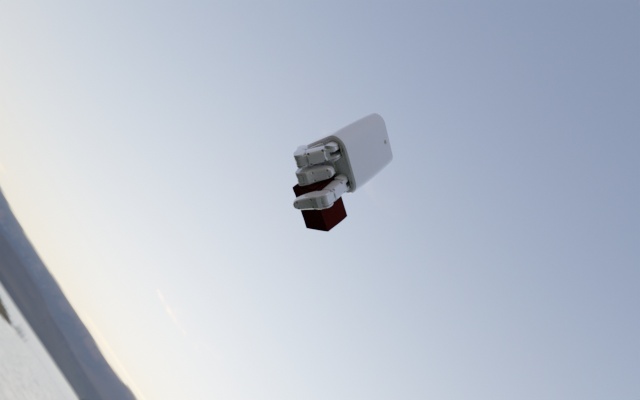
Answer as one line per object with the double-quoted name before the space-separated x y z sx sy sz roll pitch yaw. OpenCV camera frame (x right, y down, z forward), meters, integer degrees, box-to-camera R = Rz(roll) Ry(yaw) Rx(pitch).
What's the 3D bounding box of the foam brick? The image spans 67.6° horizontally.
"foam brick" 0.000 0.003 0.760 0.053 0.078 0.051 9 35 45
